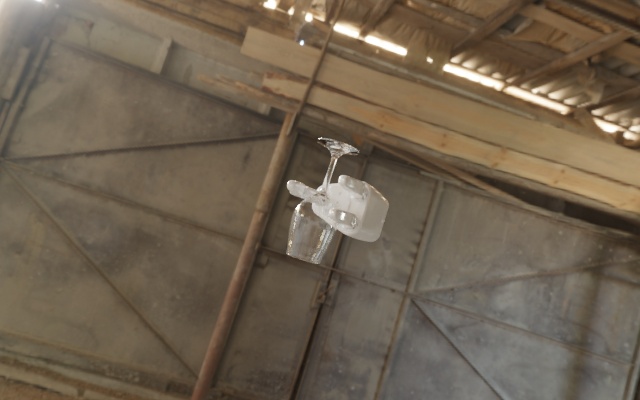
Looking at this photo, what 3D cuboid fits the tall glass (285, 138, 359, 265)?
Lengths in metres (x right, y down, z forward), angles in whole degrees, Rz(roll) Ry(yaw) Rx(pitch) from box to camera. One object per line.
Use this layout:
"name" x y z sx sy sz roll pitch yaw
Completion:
"tall glass" 0.000 0.002 0.800 0.079 0.201 0.079 18 -5 2
